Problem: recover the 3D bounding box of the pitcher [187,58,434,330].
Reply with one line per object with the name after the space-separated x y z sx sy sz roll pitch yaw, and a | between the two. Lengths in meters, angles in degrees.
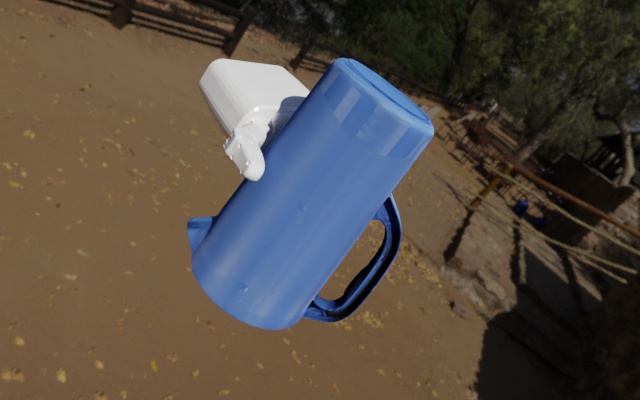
0.000 0.001 0.453 0.149 0.243 0.145 13 32 -47 | pitcher
